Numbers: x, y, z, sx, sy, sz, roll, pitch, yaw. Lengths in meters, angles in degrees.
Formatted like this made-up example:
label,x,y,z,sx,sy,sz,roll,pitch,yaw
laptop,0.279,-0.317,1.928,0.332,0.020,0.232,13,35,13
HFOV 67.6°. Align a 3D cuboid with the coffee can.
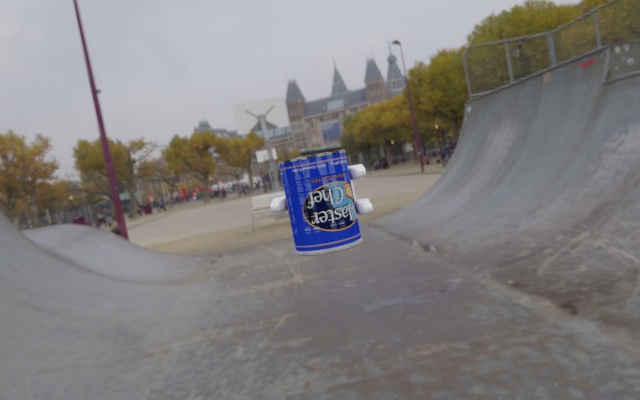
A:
label,x,y,z,sx,sy,sz,roll,pitch,yaw
coffee can,0.000,0.003,0.715,0.103,0.140,0.103,-11,4,1
